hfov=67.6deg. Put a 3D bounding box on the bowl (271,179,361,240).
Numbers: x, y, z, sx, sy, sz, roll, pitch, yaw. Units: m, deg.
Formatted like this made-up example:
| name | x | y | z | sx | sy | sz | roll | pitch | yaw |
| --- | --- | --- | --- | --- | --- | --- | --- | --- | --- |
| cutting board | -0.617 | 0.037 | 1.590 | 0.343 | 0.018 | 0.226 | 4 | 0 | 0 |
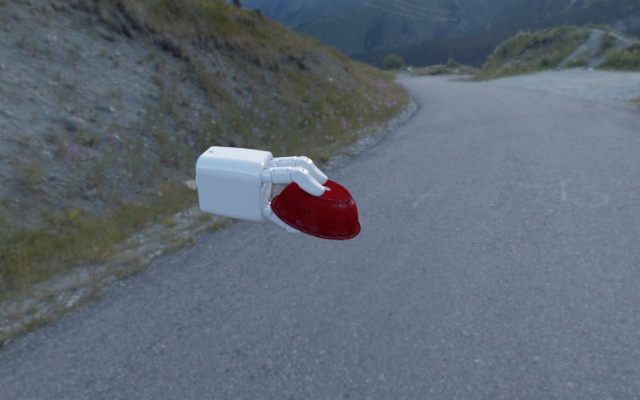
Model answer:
| name | x | y | z | sx | sy | sz | roll | pitch | yaw |
| --- | --- | --- | --- | --- | --- | --- | --- | --- | --- |
| bowl | 0.002 | 0.003 | 0.811 | 0.162 | 0.055 | 0.162 | 16 | 22 | -7 |
